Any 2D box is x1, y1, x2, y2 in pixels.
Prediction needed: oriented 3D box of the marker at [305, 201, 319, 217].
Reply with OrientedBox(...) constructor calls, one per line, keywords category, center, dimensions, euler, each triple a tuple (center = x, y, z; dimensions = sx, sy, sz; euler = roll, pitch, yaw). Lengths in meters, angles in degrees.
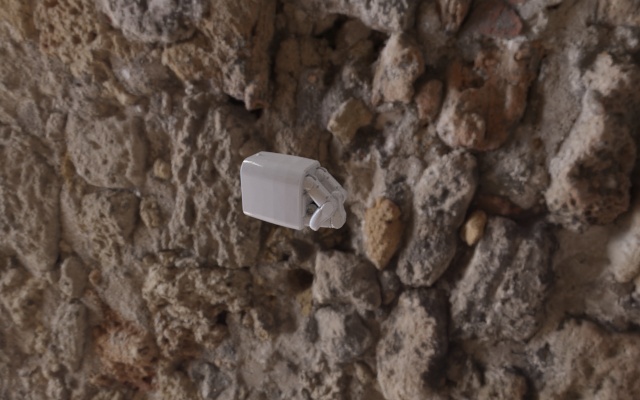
OrientedBox(category="marker", center=(0.000, 0.003, 0.817), dimensions=(0.020, 0.020, 0.121), euler=(0, 15, 18))
